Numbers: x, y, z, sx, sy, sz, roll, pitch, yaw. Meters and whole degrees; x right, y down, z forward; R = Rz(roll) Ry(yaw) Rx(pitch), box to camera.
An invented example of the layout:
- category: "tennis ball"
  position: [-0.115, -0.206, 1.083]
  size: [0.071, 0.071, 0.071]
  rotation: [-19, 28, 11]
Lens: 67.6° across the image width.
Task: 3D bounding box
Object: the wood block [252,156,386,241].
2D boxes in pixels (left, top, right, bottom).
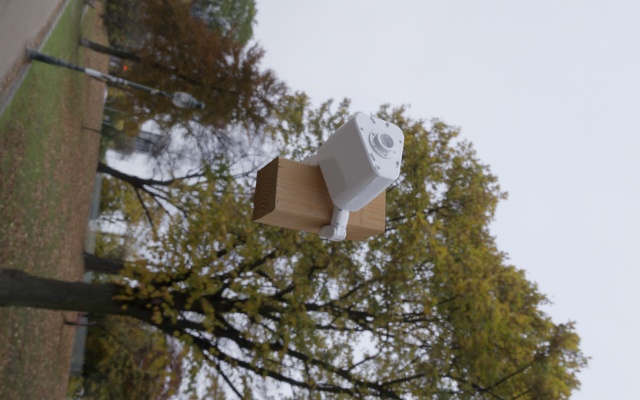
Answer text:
- category: "wood block"
  position: [0.000, 0.003, 0.802]
  size: [0.206, 0.090, 0.090]
  rotation: [13, -20, -28]
